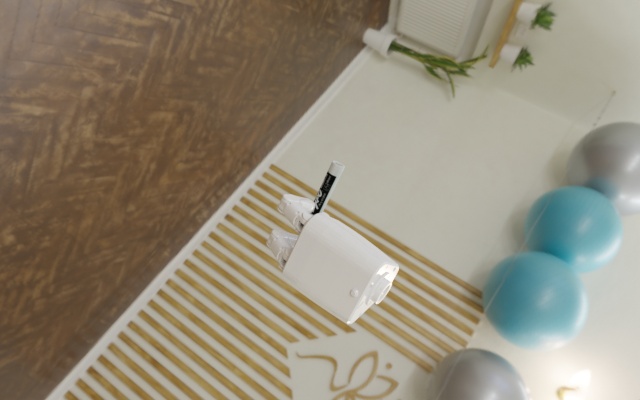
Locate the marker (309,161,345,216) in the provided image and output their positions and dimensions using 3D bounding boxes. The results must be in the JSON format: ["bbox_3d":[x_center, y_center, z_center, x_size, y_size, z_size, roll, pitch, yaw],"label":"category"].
[{"bbox_3d":[0.000,0.002,0.662,0.020,0.121,0.020,23,19,-8],"label":"marker"}]
